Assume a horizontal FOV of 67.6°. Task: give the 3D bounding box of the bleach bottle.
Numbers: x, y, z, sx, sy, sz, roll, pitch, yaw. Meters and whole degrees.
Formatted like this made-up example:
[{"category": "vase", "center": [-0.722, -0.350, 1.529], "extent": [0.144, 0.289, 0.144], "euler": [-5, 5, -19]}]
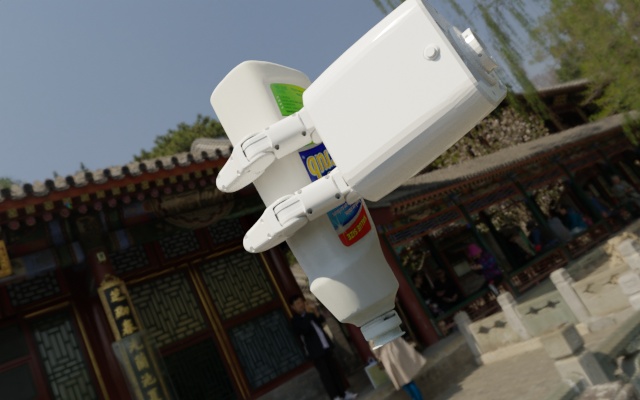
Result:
[{"category": "bleach bottle", "center": [0.000, 0.001, 0.405], "extent": [0.068, 0.250, 0.102], "euler": [-38, -18, 30]}]
